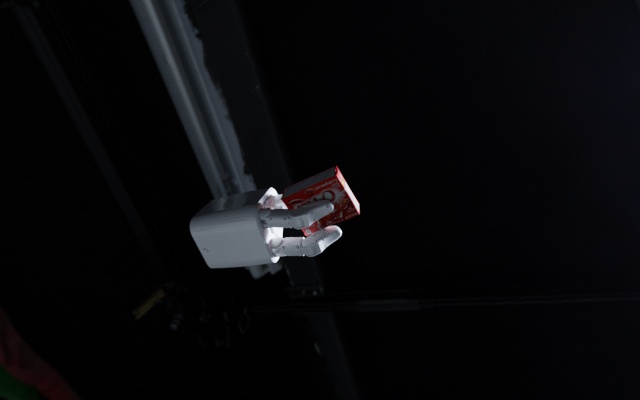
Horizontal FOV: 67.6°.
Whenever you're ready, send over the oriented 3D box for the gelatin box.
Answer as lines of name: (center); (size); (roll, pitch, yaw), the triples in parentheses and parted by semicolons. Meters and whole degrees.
gelatin box: (0.000, 0.002, 0.672); (0.089, 0.073, 0.030); (-23, 30, 16)
